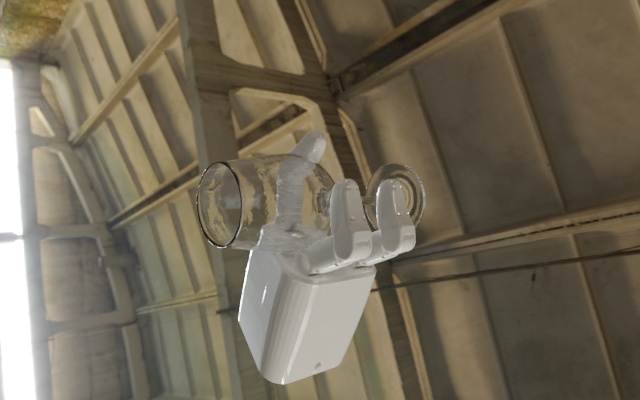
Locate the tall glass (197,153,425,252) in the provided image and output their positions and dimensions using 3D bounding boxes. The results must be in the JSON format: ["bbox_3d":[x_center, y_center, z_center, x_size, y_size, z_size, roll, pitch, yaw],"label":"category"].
[{"bbox_3d":[0.001,0.001,0.406,0.201,0.079,0.079,-1,1,-43],"label":"tall glass"}]
